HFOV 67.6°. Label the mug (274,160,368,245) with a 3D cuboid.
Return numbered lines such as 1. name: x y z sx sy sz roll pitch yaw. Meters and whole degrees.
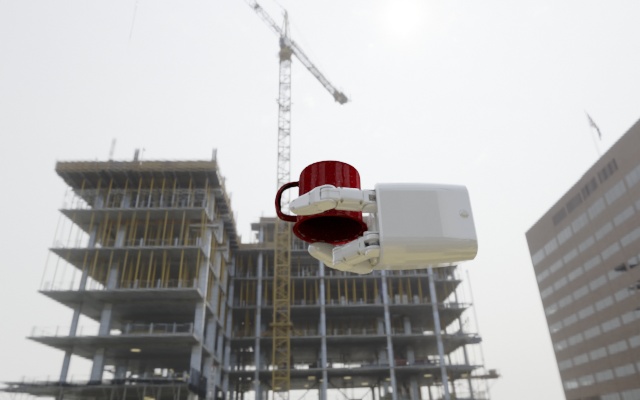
1. mug: -0.001 0.002 0.609 0.117 0.081 0.093 1 -28 -1
